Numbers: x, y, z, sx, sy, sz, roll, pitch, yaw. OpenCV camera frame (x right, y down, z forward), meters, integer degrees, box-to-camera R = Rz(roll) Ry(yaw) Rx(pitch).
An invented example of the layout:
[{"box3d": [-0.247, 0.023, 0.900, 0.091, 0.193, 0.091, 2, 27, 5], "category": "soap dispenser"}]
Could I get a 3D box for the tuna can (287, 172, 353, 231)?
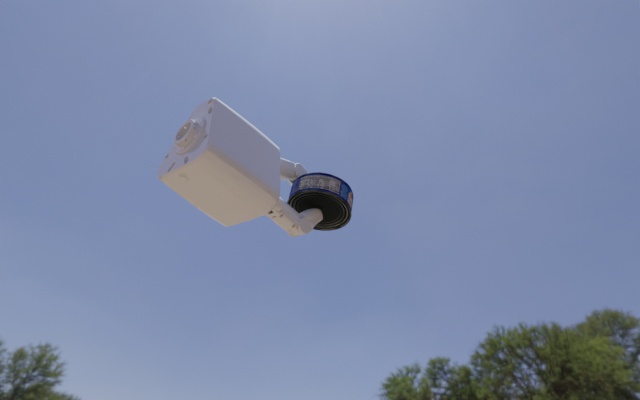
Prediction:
[{"box3d": [0.000, 0.002, 0.629, 0.086, 0.033, 0.086, 7, -37, 5], "category": "tuna can"}]
